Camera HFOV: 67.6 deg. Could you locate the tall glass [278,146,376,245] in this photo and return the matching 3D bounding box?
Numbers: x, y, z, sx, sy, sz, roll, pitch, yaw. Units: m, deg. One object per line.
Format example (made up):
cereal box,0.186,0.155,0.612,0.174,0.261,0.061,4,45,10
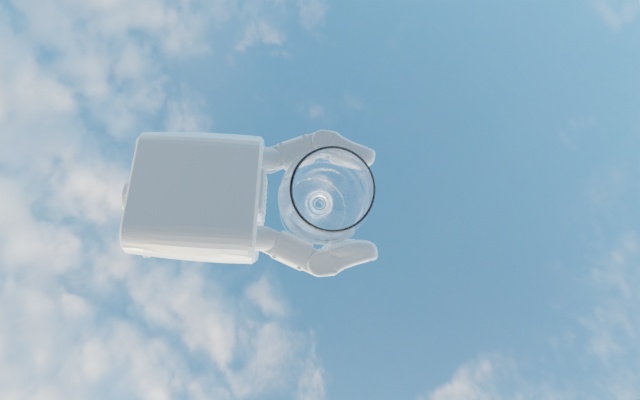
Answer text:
tall glass,0.000,0.001,0.435,0.079,0.079,0.201,0,-6,-5
